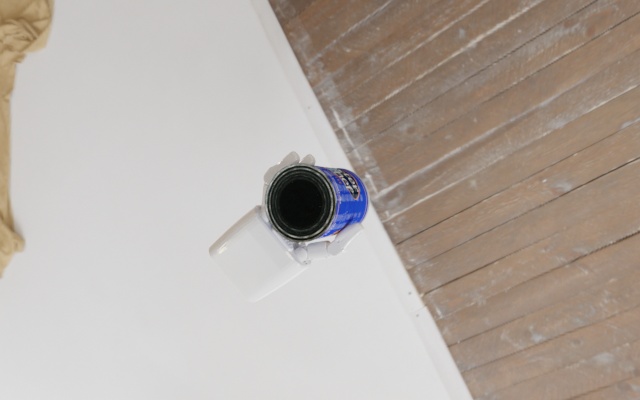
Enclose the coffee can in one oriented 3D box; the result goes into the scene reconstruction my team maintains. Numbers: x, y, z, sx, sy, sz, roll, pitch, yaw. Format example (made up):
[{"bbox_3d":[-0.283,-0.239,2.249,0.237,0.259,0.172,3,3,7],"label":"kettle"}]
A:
[{"bbox_3d":[0.000,0.002,0.673,0.103,0.103,0.140,0,1,23],"label":"coffee can"}]
